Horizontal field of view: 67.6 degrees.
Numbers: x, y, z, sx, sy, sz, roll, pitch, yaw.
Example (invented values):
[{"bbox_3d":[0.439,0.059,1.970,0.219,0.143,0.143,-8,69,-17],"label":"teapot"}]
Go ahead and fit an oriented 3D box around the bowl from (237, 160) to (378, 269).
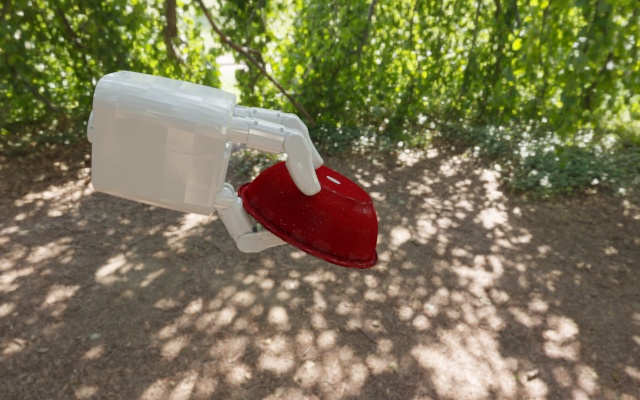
[{"bbox_3d":[0.001,0.002,0.489,0.162,0.055,0.162,27,15,-7],"label":"bowl"}]
